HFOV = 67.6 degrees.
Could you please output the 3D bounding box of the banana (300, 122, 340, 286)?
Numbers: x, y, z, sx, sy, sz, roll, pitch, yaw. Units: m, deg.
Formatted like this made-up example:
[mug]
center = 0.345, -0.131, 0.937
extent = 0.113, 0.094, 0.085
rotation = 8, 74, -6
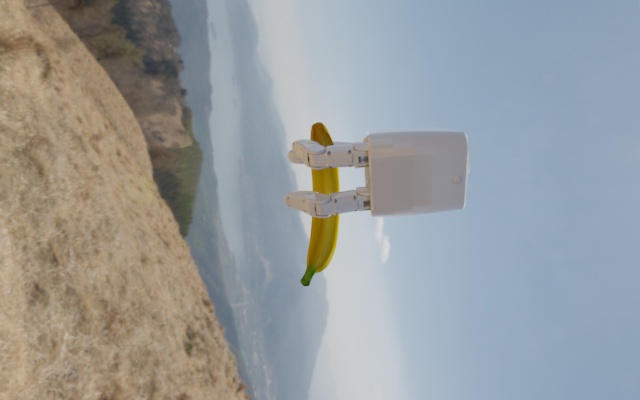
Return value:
[banana]
center = 0.004, 0.004, 0.596
extent = 0.037, 0.198, 0.069
rotation = 4, 5, 11
